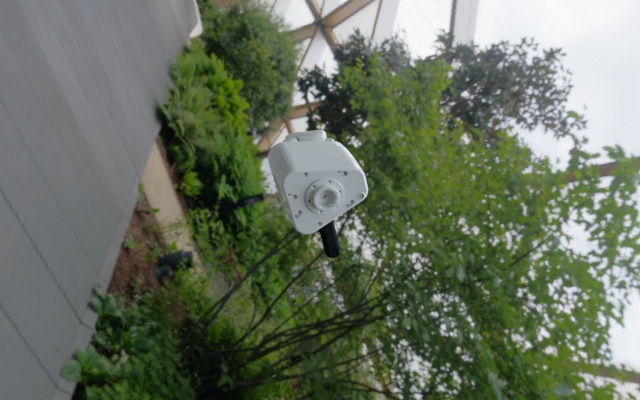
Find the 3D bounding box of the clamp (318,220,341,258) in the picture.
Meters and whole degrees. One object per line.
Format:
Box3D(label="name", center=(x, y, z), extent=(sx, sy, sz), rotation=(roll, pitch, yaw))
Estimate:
Box3D(label="clamp", center=(0.001, 0.002, 0.738), extent=(0.039, 0.171, 0.120), rotation=(-18, 27, -6))
